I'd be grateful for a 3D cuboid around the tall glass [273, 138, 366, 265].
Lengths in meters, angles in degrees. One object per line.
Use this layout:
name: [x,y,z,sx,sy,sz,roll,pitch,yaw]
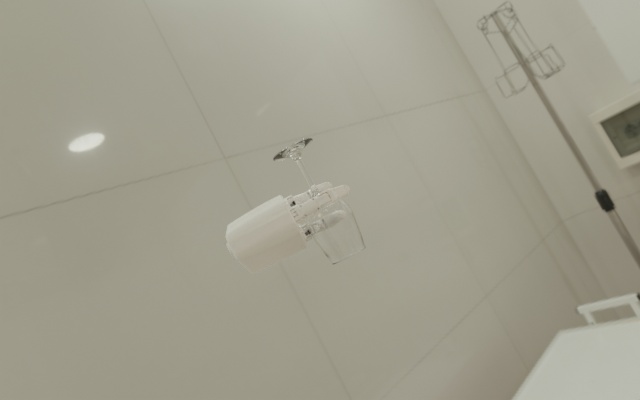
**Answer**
tall glass: [0.000,0.002,0.783,0.079,0.201,0.079,-28,-6,-3]
